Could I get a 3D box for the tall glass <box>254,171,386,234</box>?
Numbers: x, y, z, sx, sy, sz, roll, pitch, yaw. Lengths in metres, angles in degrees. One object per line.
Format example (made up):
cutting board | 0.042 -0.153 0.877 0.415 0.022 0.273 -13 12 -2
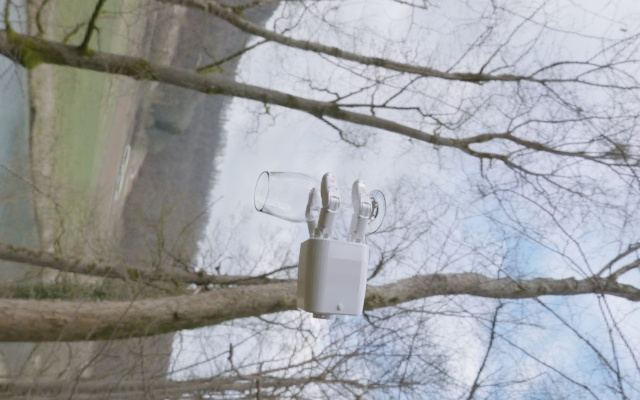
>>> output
tall glass | 0.001 0.002 0.752 0.201 0.079 0.079 11 -5 -26
